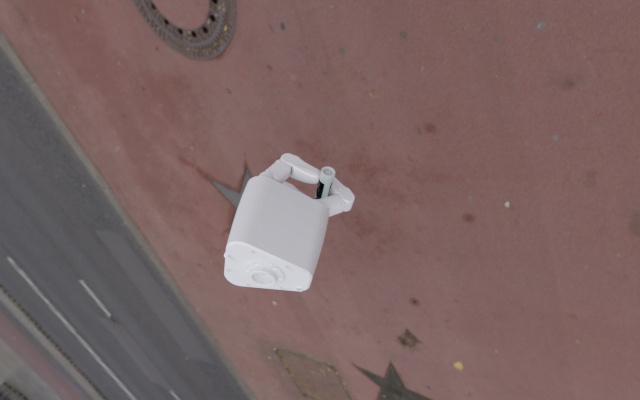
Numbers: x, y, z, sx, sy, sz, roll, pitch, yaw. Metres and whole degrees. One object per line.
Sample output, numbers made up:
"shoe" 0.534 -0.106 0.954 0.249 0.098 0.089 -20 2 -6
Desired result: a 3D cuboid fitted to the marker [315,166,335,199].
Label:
"marker" 0.000 0.002 0.656 0.020 0.020 0.121 0 -41 -13
